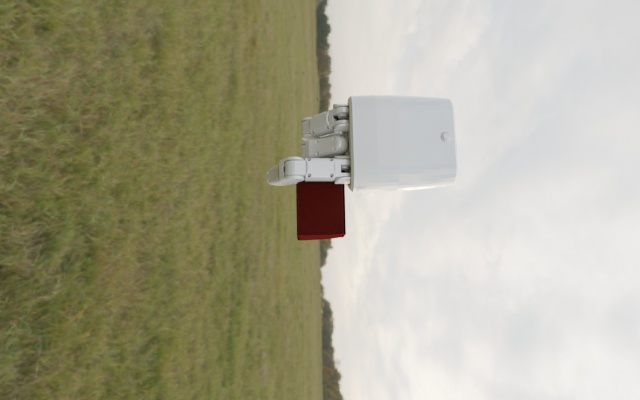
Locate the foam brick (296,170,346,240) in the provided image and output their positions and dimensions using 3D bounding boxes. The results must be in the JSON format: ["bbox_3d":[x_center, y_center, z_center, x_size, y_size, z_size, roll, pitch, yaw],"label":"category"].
[{"bbox_3d":[0.000,0.002,0.509,0.051,0.078,0.053,-1,-9,-2],"label":"foam brick"}]
